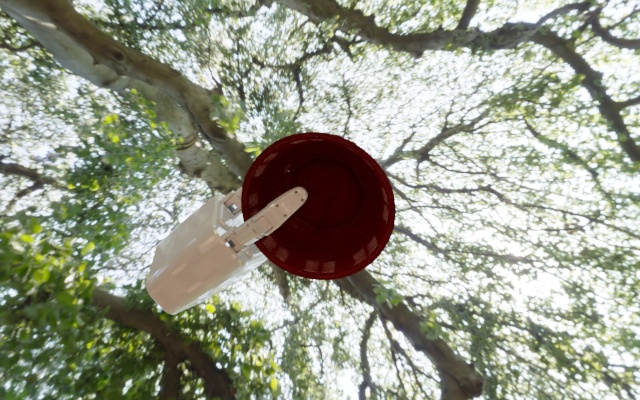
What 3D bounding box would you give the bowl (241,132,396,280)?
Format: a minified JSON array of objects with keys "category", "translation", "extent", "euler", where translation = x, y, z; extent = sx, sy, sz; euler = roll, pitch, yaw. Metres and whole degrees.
[{"category":"bowl","translation":[0.001,0.001,0.512],"extent":[0.162,0.162,0.055],"euler":[0,19,11]}]
